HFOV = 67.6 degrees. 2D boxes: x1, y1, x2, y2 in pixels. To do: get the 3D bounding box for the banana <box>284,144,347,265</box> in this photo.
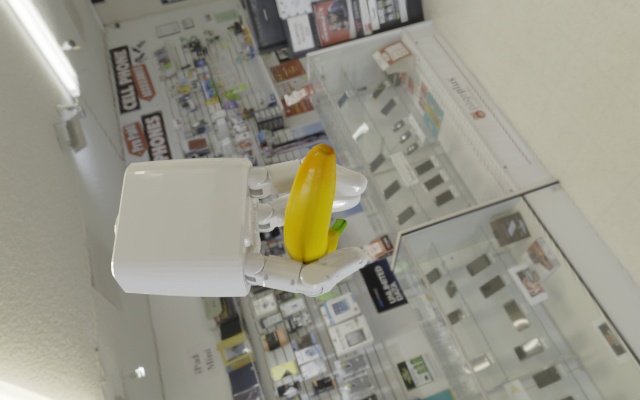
[{"bbox_3d":[-0.006,0.019,0.399,0.037,0.069,0.198,18,-15,9],"label":"banana"}]
